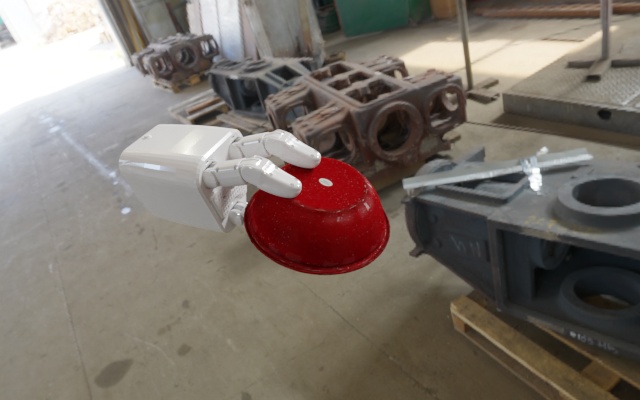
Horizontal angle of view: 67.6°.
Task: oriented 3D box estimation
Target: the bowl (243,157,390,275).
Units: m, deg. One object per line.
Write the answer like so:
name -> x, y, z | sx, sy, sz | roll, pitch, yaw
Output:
bowl -> 0.001, 0.002, 0.510 | 0.162, 0.055, 0.162 | 6, 40, -5
